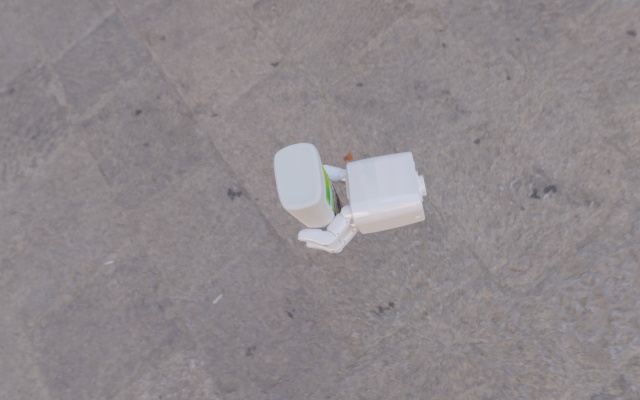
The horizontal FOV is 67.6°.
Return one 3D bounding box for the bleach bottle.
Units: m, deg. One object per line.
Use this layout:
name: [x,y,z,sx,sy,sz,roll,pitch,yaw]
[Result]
bleach bottle: [0.000,0.003,0.776,0.068,0.102,0.251,-13,-20,11]
